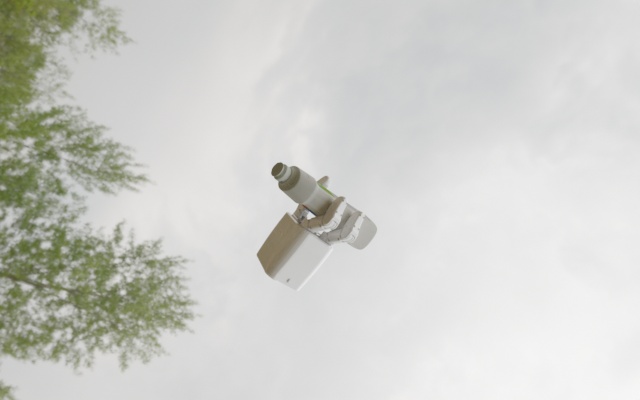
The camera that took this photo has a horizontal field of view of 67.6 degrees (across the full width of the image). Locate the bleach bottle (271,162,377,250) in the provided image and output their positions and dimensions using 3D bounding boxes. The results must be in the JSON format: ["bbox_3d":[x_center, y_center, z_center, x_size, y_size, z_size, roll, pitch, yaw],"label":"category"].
[{"bbox_3d":[0.000,0.003,0.882,0.251,0.068,0.102,37,0,-39],"label":"bleach bottle"}]
